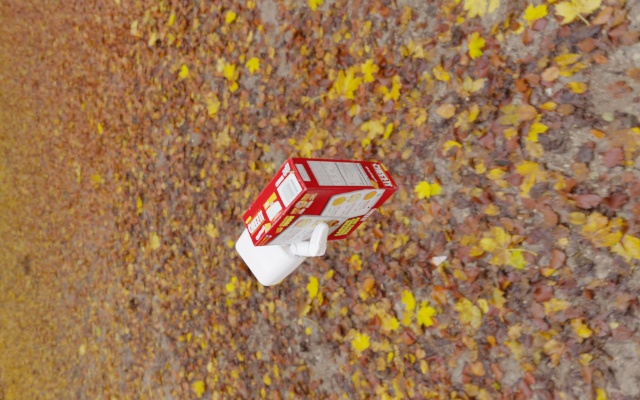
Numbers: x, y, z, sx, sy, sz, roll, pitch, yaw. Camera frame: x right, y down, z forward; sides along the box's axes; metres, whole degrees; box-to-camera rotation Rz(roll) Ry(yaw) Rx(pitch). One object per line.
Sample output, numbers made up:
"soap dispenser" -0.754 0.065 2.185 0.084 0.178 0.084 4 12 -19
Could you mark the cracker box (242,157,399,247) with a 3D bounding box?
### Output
"cracker box" 0.000 0.003 0.809 0.214 0.072 0.164 -2 -34 -42
